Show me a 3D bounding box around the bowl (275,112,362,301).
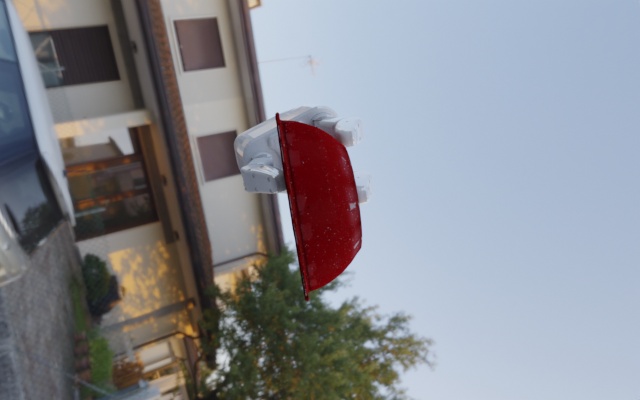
[{"bbox_3d":[0.001,0.002,0.410,0.055,0.162,0.162,-9,0,-3],"label":"bowl"}]
